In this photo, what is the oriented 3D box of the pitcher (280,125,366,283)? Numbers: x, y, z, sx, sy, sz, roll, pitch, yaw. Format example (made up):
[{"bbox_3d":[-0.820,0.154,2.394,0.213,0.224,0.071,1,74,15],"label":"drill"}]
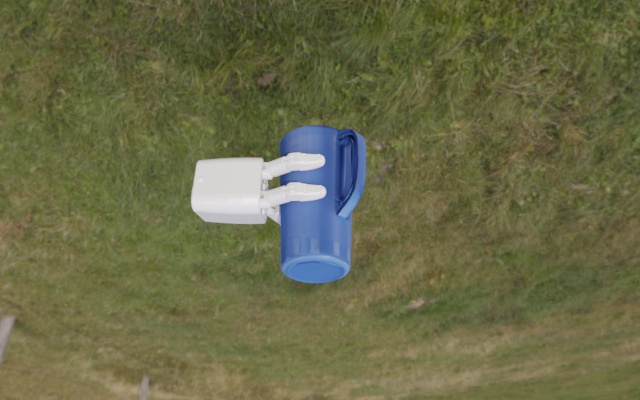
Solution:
[{"bbox_3d":[0.000,0.003,0.785,0.145,0.242,0.149,0,-29,0],"label":"pitcher"}]
